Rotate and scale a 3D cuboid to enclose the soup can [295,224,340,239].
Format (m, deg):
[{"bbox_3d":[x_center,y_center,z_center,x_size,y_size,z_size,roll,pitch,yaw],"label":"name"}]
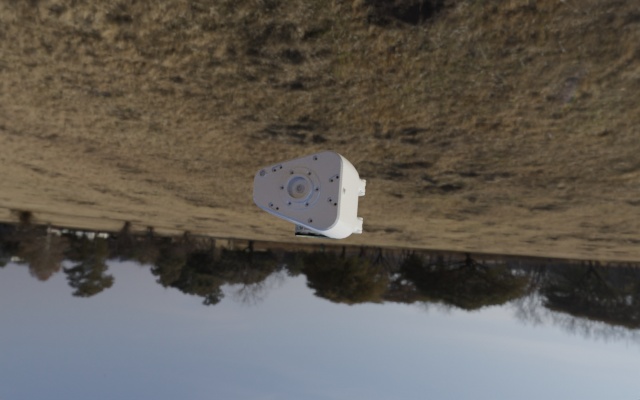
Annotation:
[{"bbox_3d":[0.000,0.003,0.686,0.068,0.102,0.068,4,-6,0],"label":"soup can"}]
